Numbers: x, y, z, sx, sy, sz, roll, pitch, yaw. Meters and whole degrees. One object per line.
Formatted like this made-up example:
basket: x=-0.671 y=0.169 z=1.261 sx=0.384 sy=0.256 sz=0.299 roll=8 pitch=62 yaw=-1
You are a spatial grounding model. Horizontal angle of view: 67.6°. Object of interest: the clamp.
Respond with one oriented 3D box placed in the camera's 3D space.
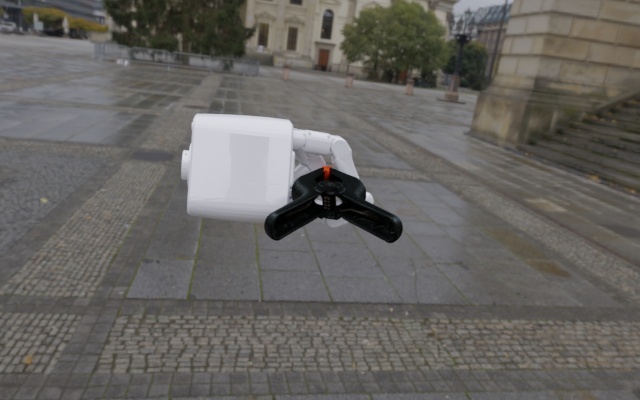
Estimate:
clamp: x=0.000 y=0.001 z=0.478 sx=0.120 sy=0.039 sz=0.171 roll=4 pitch=16 yaw=-12
